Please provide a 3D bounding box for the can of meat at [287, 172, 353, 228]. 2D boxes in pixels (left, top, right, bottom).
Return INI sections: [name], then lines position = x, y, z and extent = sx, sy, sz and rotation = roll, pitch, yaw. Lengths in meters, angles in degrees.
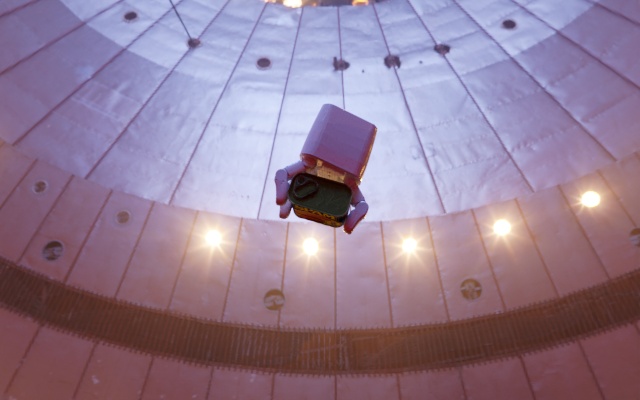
[can of meat]
position = 0.000, 0.003, 0.790
extent = 0.102, 0.057, 0.084
rotation = 16, -17, 6
